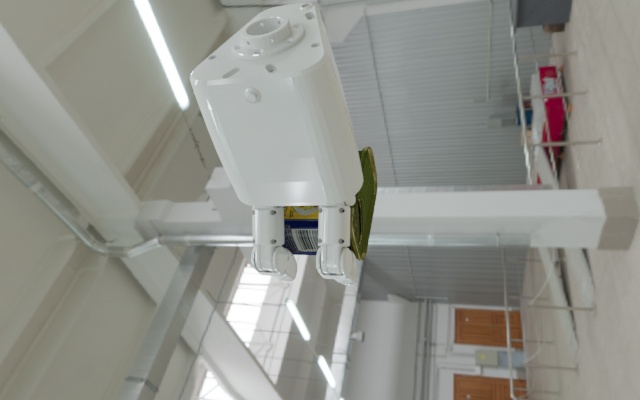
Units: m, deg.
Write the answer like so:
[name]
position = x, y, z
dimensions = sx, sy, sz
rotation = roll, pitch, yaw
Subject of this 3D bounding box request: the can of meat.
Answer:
[can of meat]
position = 0.000, 0.001, 0.419
dimensions = 0.084, 0.102, 0.057
rotation = -1, -43, 18
